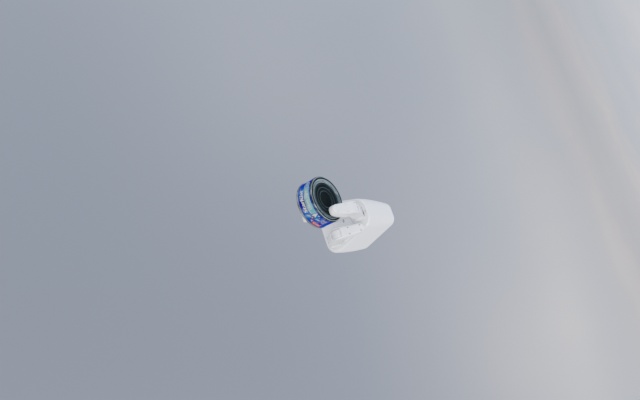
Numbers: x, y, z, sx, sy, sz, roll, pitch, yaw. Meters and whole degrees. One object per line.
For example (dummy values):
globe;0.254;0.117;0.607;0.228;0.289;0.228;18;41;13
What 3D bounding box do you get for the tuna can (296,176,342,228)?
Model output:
tuna can;0.001;0.002;0.825;0.034;0.086;0.086;-26;-16;35
